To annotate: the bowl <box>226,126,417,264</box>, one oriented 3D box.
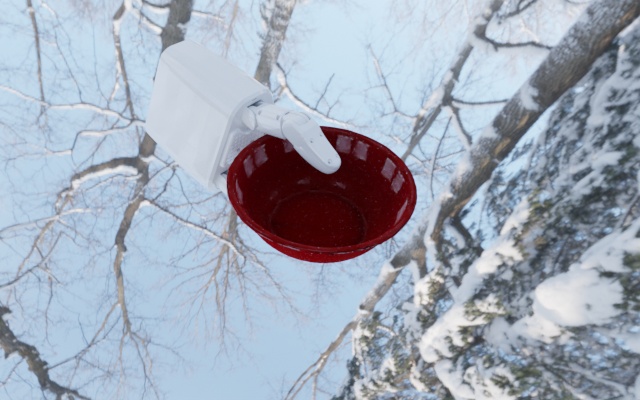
[{"bbox_3d":[0.001,0.002,0.421,0.162,0.055,0.162,3,43,-3],"label":"bowl"}]
